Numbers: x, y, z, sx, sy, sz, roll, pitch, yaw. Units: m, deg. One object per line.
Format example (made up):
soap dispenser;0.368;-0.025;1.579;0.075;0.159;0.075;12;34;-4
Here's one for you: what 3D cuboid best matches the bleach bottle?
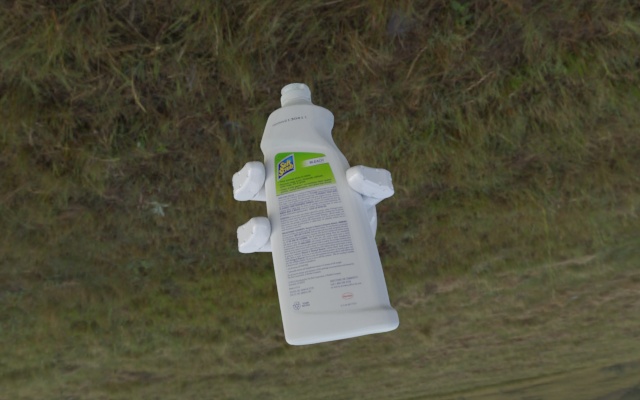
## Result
bleach bottle;0.000;0.002;0.454;0.102;0.250;0.068;-10;-19;5
